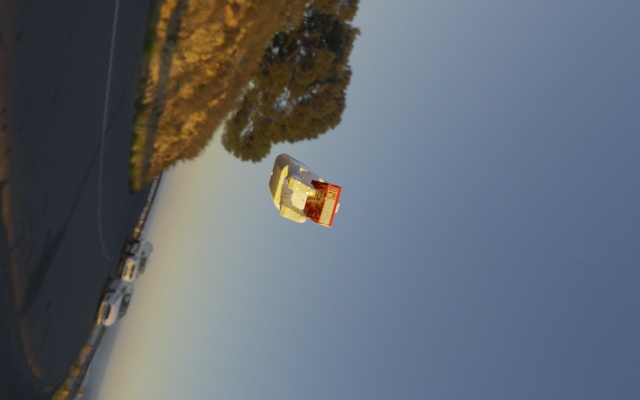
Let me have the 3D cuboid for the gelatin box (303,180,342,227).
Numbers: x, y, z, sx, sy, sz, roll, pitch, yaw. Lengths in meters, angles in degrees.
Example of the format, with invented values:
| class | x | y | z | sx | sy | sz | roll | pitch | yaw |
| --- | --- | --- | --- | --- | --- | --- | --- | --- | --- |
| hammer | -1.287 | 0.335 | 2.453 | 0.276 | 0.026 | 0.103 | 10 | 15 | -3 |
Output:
| class | x | y | z | sx | sy | sz | roll | pitch | yaw |
| --- | --- | --- | --- | --- | --- | --- | --- | --- | --- |
| gelatin box | 0.001 | 0.003 | 0.866 | 0.030 | 0.073 | 0.089 | 15 | 2 | -23 |
